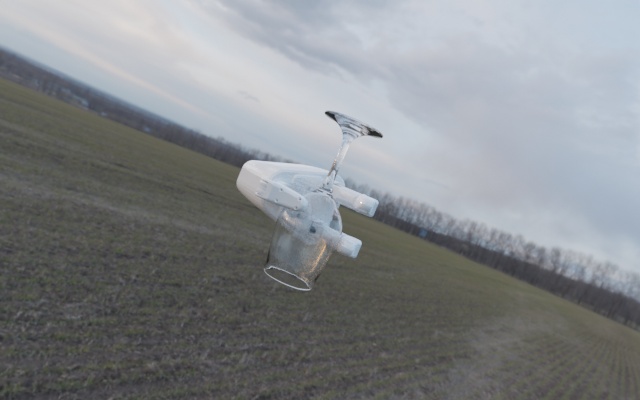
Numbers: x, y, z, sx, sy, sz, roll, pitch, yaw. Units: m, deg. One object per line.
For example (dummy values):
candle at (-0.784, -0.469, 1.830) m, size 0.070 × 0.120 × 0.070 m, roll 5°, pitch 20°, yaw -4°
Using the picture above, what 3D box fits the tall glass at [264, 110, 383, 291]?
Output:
tall glass at (0.000, 0.001, 0.562) m, size 0.079 × 0.201 × 0.079 m, roll 23°, pitch 1°, yaw -1°
